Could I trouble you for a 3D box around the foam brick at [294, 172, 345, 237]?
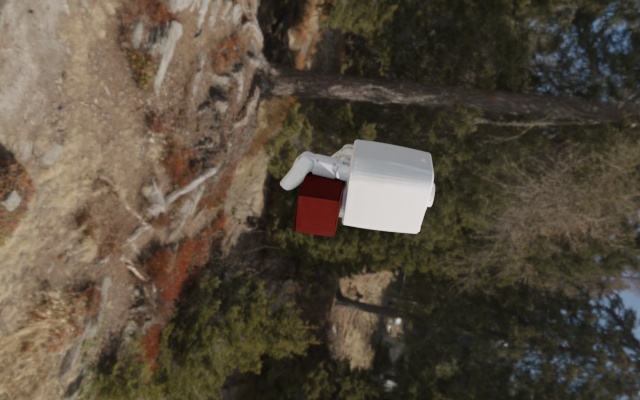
[{"bbox_3d":[0.000,0.002,0.603,0.051,0.053,0.078,10,29,4],"label":"foam brick"}]
